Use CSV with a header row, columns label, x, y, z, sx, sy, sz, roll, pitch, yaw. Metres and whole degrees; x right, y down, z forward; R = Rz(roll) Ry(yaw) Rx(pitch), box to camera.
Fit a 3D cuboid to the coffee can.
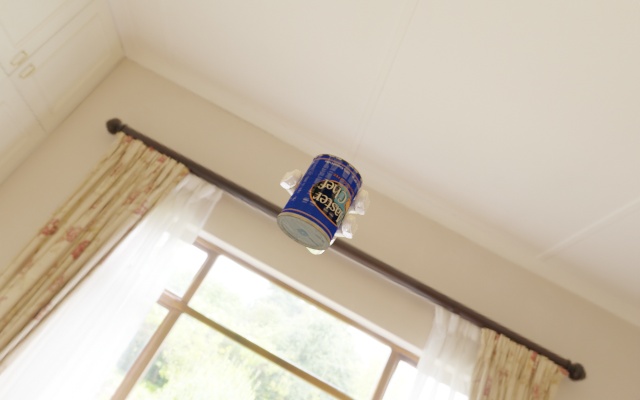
label,x,y,z,sx,sy,sz,roll,pitch,yaw
coffee can,0.000,0.003,0.849,0.103,0.140,0.103,24,-27,13
